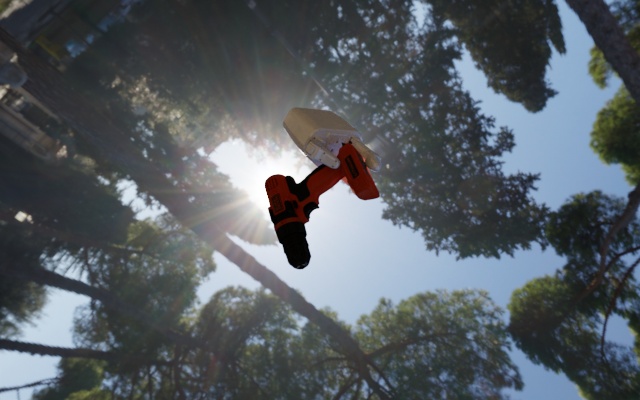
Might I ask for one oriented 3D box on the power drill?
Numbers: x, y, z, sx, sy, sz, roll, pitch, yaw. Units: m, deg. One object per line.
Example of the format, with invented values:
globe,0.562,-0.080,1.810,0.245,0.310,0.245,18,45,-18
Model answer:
power drill,0.000,0.002,0.801,0.188,0.184,0.057,-28,-29,14
